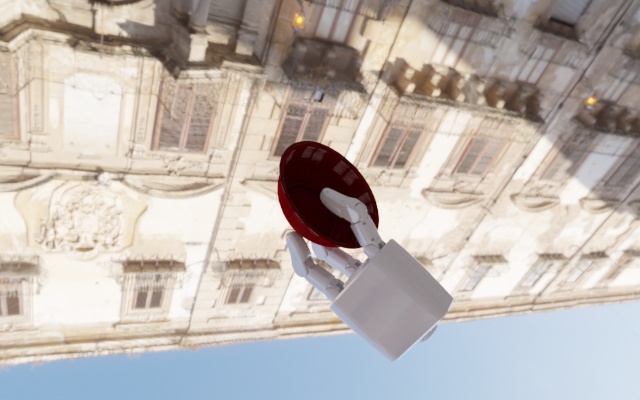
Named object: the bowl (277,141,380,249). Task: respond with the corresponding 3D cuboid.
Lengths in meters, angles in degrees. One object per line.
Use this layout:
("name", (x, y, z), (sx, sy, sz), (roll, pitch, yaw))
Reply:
("bowl", (-0.001, 0.001, 0.627), (0.162, 0.162, 0.055), (0, -30, -44))
